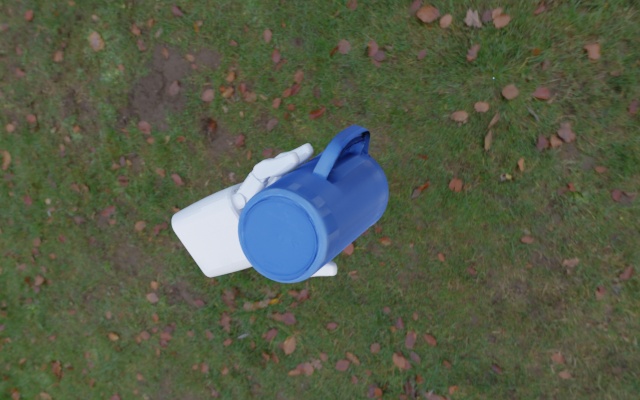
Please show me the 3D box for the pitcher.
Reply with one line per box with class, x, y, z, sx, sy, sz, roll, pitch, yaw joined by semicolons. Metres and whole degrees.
pitcher;0.000;0.002;0.612;0.145;0.149;0.242;-21;6;24
